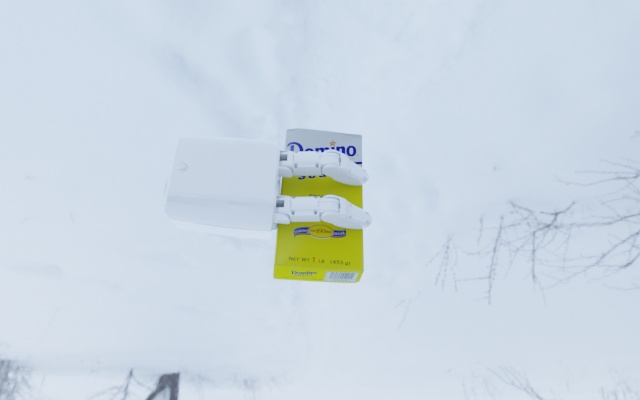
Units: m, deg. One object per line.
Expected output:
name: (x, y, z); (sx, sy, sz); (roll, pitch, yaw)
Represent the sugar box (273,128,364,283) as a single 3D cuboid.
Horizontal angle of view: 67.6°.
sugar box: (0.000, 0.002, 0.532); (0.093, 0.176, 0.048); (4, -28, -5)
